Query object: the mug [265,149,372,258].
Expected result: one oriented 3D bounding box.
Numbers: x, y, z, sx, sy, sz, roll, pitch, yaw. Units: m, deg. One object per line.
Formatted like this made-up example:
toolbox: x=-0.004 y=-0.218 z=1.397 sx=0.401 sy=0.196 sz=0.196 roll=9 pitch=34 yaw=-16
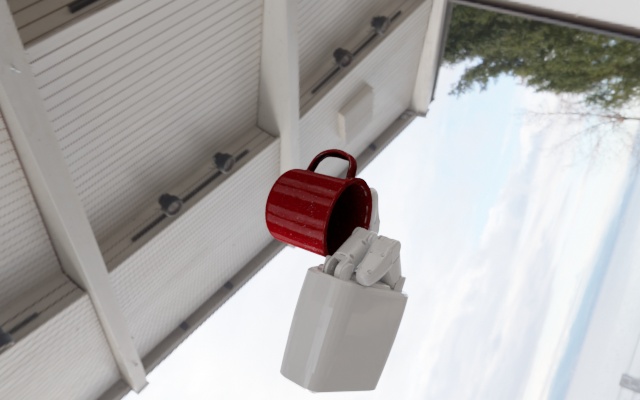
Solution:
mug: x=0.000 y=0.000 z=0.500 sx=0.081 sy=0.117 sz=0.093 roll=16 pitch=-2 yaw=31
